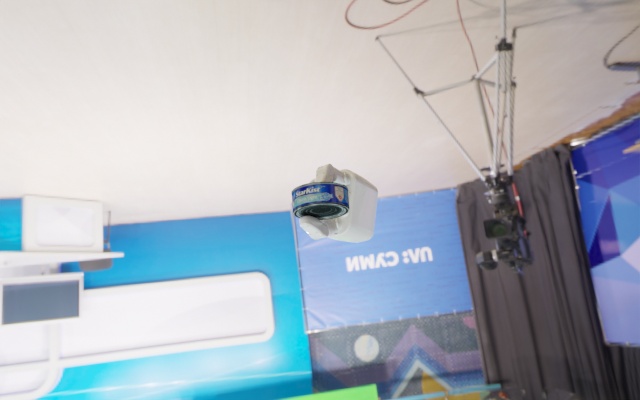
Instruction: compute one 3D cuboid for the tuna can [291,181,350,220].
[{"bbox_3d":[0.000,0.003,0.708,0.086,0.033,0.086,-3,-18,-1],"label":"tuna can"}]
